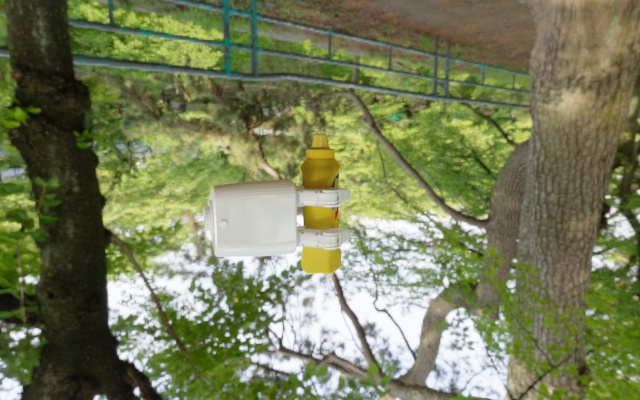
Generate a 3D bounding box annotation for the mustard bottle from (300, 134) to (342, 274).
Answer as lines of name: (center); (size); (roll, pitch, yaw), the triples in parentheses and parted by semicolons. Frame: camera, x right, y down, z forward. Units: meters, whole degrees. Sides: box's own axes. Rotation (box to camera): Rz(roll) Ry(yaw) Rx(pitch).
mustard bottle: (0.000, 0.002, 0.682); (0.058, 0.191, 0.096); (0, 7, 8)
